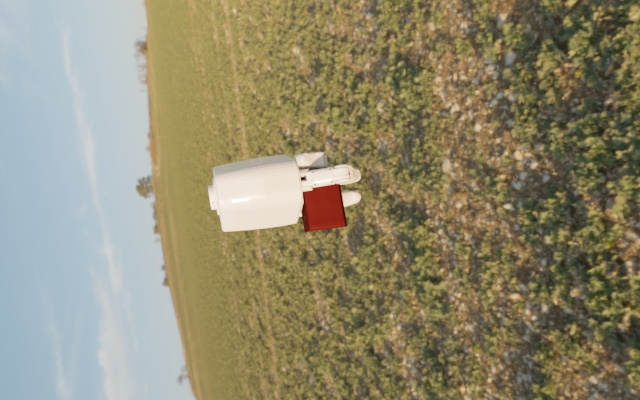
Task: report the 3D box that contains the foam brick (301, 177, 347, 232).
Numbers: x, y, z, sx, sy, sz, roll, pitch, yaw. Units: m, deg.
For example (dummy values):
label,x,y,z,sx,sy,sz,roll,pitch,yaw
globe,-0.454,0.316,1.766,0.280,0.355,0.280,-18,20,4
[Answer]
label,x,y,z,sx,sy,sz,roll,pitch,yaw
foam brick,0.000,0.002,0.647,0.051,0.078,0.053,-9,-5,-12
